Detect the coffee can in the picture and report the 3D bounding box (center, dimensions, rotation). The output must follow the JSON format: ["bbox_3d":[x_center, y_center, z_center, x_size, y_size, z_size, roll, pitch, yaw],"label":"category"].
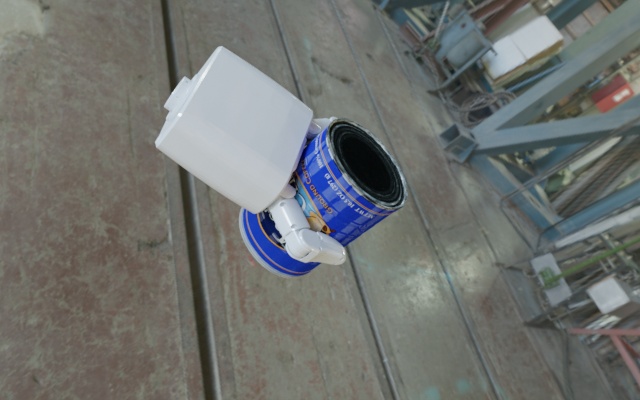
[{"bbox_3d":[0.000,0.002,0.476,0.140,0.102,0.103,-39,-24,33],"label":"coffee can"}]
